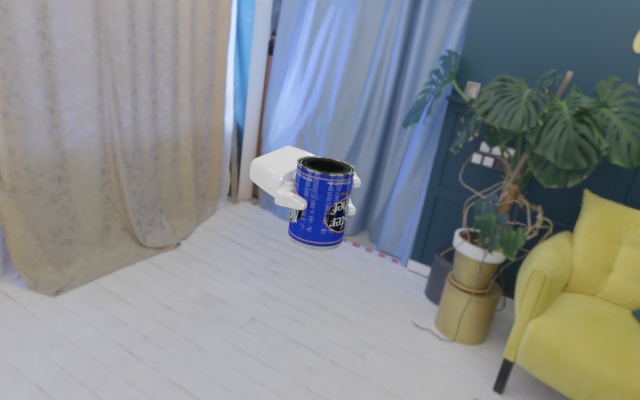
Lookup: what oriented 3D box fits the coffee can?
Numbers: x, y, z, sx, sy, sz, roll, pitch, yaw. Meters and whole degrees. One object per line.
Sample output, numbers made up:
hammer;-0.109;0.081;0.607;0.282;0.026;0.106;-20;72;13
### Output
coffee can;0.000;0.003;0.845;0.103;0.140;0.102;8;20;-3
